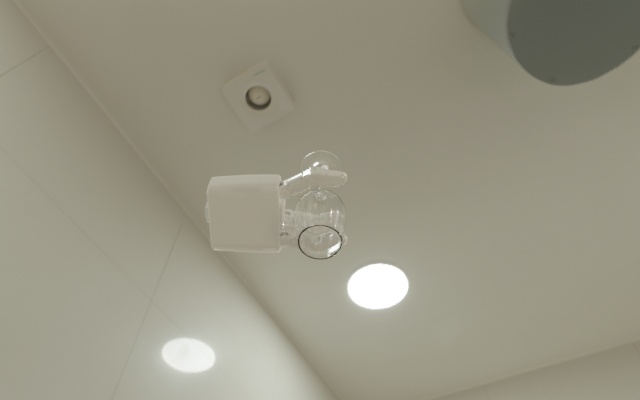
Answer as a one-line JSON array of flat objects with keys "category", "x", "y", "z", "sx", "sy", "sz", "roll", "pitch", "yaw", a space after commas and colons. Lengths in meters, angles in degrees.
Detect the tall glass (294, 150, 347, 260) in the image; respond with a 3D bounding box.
[{"category": "tall glass", "x": 0.000, "y": 0.002, "z": 0.736, "sx": 0.079, "sy": 0.079, "sz": 0.201, "roll": 0, "pitch": 34, "yaw": 0}]
